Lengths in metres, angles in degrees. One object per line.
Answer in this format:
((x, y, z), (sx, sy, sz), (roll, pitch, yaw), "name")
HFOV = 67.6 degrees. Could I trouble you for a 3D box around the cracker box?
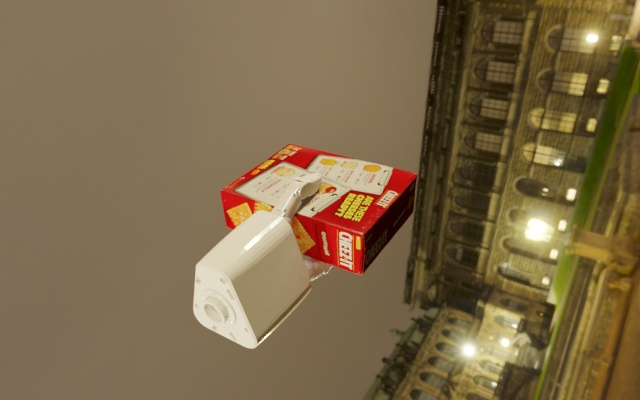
((0.000, 0.002, 0.651), (0.213, 0.072, 0.164), (17, 37, 27), "cracker box")
